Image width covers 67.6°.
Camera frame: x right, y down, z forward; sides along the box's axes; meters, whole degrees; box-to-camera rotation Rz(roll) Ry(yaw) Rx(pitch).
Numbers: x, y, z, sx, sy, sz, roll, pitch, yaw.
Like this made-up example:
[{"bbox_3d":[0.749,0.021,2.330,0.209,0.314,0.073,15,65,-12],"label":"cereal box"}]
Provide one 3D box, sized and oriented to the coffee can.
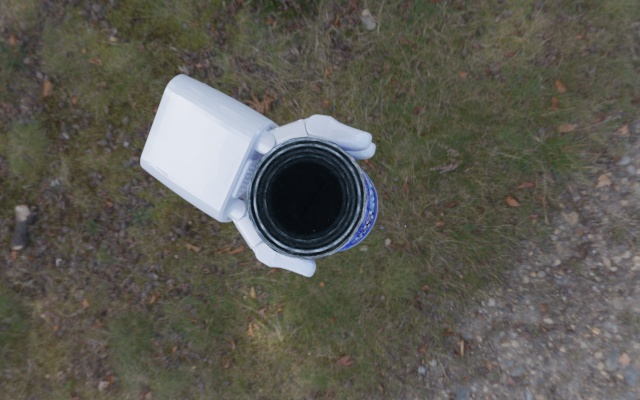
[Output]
[{"bbox_3d":[0.000,0.002,0.460,0.103,0.103,0.140,0,-3,10],"label":"coffee can"}]
